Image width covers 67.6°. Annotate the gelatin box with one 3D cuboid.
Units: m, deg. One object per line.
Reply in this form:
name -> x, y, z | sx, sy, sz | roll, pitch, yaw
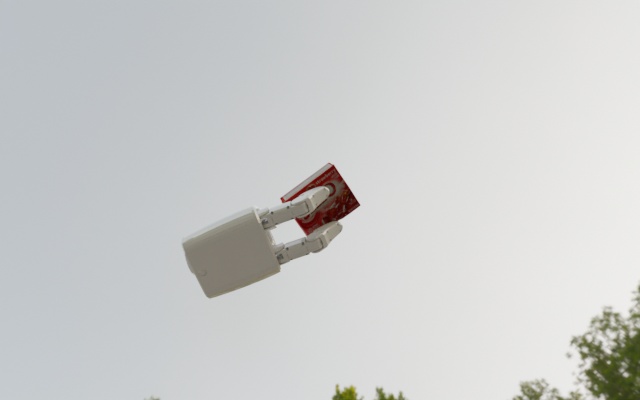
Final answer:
gelatin box -> 0.000, 0.002, 0.670 | 0.089, 0.073, 0.030 | -37, 20, -5
